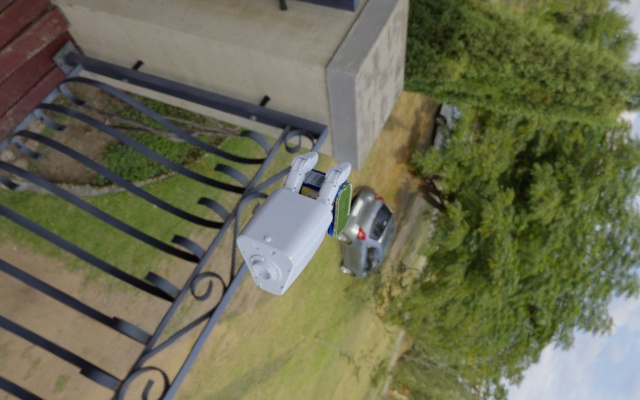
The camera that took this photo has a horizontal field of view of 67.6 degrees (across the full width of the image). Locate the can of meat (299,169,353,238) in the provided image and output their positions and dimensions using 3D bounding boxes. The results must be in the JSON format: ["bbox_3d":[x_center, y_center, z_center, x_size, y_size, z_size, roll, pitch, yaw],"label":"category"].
[{"bbox_3d":[0.000,0.003,0.754,0.084,0.102,0.057,20,44,19],"label":"can of meat"}]
